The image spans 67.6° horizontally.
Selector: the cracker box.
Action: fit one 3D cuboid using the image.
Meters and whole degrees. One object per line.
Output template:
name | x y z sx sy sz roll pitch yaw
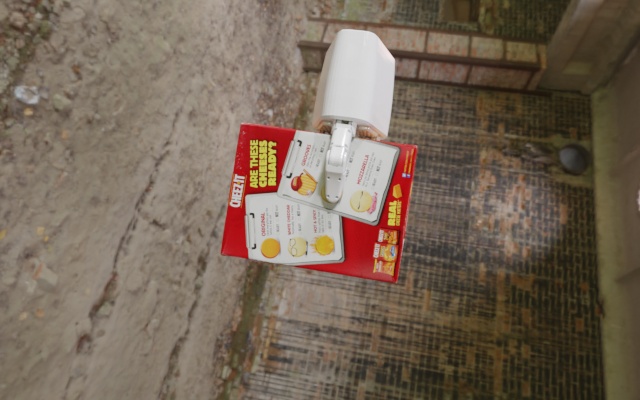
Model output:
cracker box | 0.000 0.002 0.590 0.213 0.164 0.072 8 -2 8
